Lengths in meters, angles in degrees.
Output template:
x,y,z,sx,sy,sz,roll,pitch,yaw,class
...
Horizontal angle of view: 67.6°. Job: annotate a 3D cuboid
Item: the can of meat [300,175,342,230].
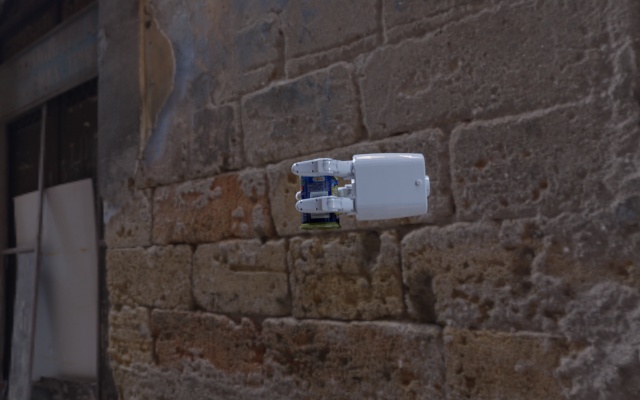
x,y,z,sx,sy,sz,roll,pitch,yaw,class
0.000,0.002,0.747,0.057,0.084,0.102,-3,-5,7,can of meat
